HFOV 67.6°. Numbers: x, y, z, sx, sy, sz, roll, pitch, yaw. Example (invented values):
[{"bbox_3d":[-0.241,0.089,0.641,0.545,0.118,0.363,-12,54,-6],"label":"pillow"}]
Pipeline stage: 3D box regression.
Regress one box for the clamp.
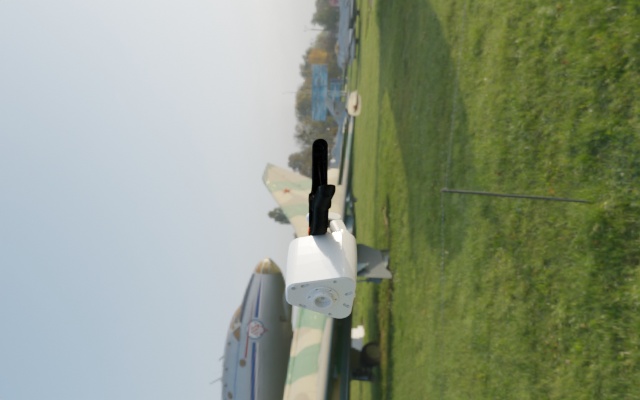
[{"bbox_3d":[-0.001,0.003,0.755,0.039,0.172,0.120,1,36,-1],"label":"clamp"}]
